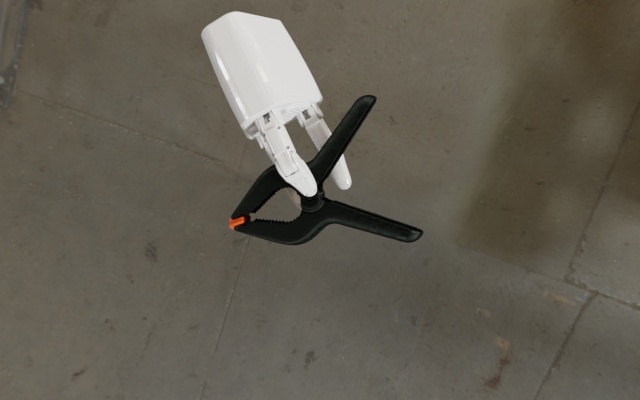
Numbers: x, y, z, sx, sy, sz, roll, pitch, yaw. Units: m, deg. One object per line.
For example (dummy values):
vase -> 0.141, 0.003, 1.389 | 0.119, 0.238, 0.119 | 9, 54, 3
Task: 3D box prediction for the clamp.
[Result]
clamp -> -0.001, 0.002, 0.529 | 0.210, 0.164, 0.036 | -26, -4, 13
